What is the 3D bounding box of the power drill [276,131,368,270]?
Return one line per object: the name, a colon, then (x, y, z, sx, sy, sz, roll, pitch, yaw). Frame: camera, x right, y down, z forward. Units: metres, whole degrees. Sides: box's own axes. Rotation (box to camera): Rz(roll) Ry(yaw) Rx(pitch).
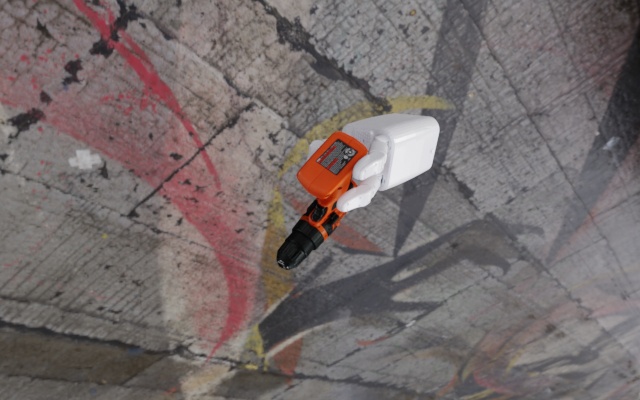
power drill: (0.000, 0.002, 0.690, 0.057, 0.184, 0.188, 34, -26, 12)
